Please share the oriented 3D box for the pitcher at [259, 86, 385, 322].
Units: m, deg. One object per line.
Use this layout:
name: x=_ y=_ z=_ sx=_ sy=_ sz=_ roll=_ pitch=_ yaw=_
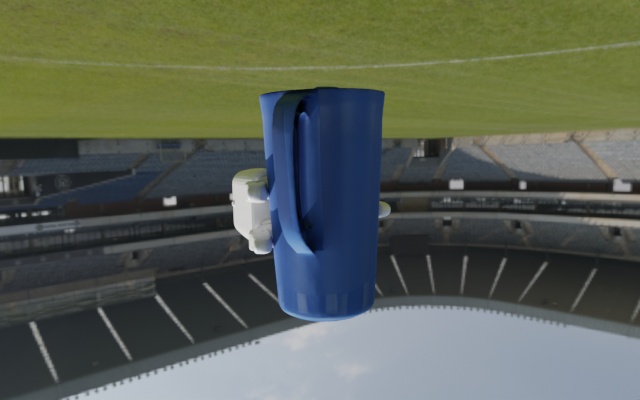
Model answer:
pitcher: x=0.000 y=0.002 z=0.514 sx=0.149 sy=0.243 sz=0.145 roll=-5 pitch=7 yaw=-26
